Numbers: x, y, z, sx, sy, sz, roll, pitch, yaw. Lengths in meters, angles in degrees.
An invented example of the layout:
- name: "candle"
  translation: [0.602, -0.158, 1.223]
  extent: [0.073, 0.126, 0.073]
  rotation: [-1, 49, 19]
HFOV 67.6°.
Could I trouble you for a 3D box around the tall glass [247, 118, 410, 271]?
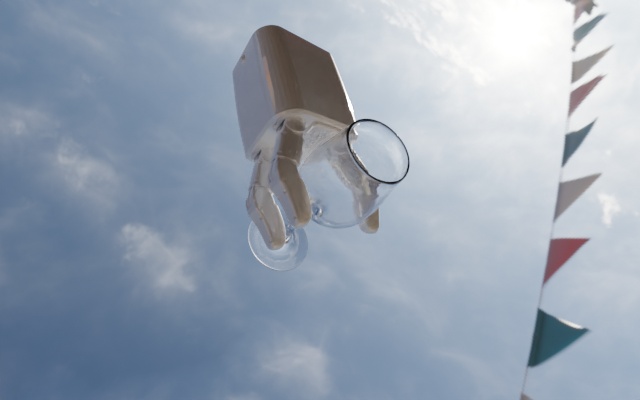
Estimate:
- name: "tall glass"
  translation: [0.000, 0.002, 0.463]
  extent: [0.079, 0.079, 0.201]
  rotation: [0, -25, -32]
